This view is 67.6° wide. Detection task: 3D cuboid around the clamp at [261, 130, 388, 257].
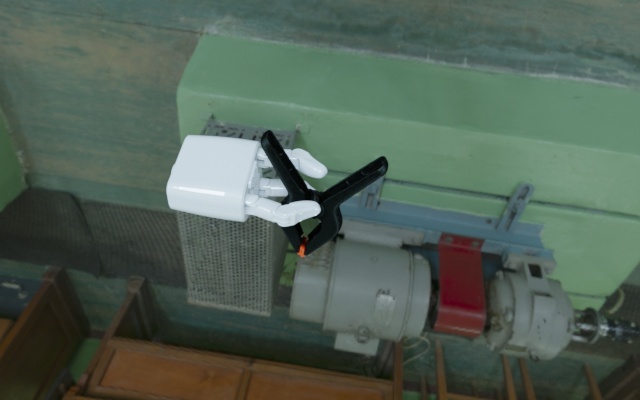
[{"bbox_3d":[0.000,0.003,0.662,0.164,0.210,0.036,8,42,4],"label":"clamp"}]
